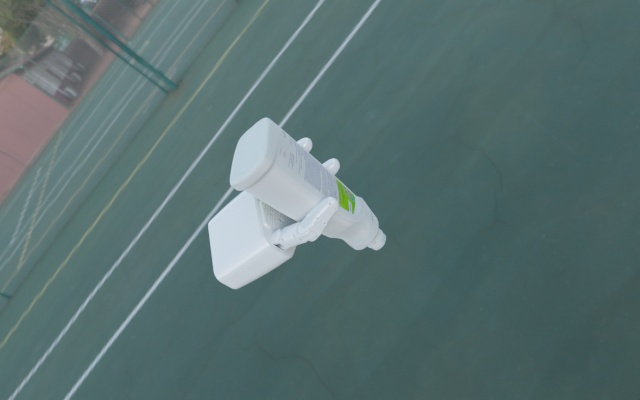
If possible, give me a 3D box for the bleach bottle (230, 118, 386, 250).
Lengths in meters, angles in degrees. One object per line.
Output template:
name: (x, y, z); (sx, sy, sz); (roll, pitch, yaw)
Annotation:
bleach bottle: (0.000, 0.002, 0.632); (0.068, 0.102, 0.251); (-34, -54, 28)
